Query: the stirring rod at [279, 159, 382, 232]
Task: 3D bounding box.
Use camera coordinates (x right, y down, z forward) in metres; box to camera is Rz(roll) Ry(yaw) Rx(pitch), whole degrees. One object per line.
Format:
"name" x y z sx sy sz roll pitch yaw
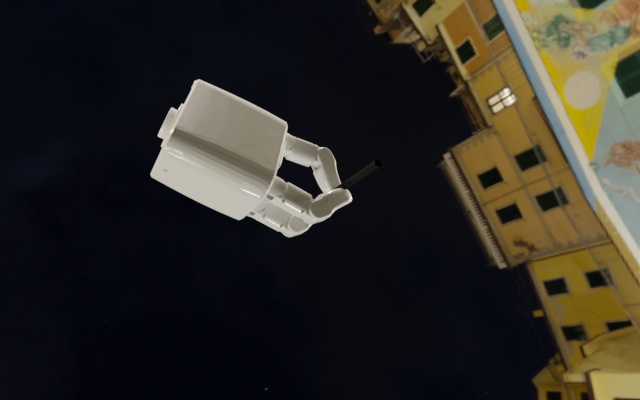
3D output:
"stirring rod" 0.000 0.002 0.557 0.011 0.011 0.239 0 -18 -29
